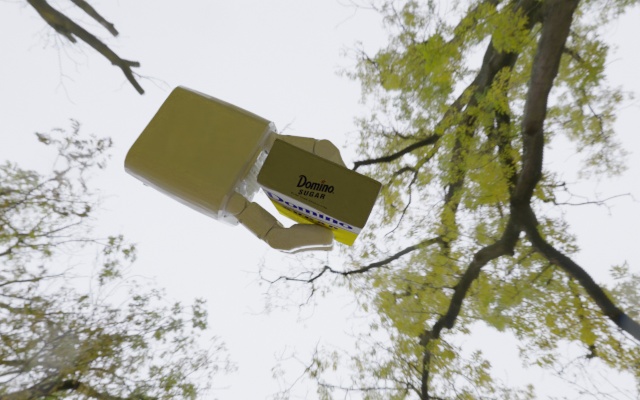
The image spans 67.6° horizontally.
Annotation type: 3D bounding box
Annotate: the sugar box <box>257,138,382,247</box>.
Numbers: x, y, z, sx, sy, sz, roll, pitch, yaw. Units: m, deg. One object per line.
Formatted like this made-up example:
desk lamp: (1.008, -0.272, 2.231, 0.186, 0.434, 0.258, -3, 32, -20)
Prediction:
sugar box: (0.000, 0.002, 0.447, 0.093, 0.048, 0.176, 24, -6, 6)
